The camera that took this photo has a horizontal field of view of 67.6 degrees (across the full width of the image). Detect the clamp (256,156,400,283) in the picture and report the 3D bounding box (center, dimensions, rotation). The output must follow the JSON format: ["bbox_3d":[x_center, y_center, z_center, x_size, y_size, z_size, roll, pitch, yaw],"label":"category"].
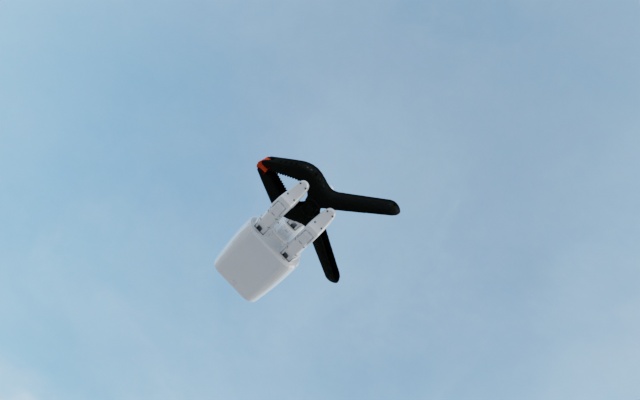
[{"bbox_3d":[0.000,0.002,0.693,0.165,0.210,0.036,-45,-1,27],"label":"clamp"}]
